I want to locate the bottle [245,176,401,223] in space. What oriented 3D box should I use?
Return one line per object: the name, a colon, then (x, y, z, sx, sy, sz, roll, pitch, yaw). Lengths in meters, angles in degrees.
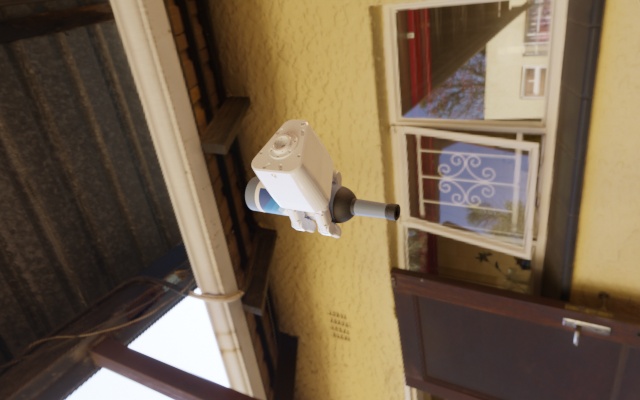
bottle: (0.000, 0.003, 0.852, 0.295, 0.069, 0.069, 8, 4, 31)
